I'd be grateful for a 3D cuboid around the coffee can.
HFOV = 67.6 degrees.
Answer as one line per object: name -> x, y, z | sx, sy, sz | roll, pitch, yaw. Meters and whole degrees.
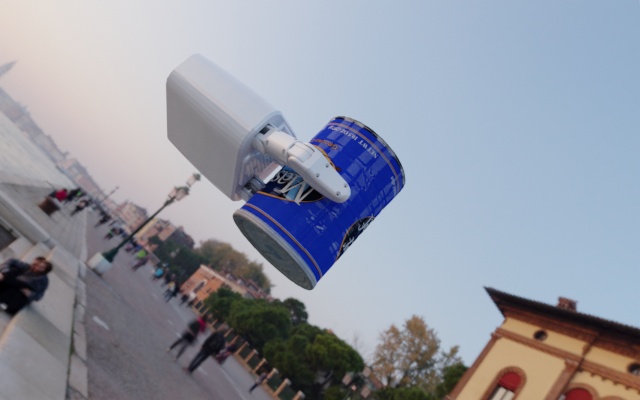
coffee can -> 0.000, 0.002, 0.467 | 0.140, 0.103, 0.103 | -46, 18, -18
